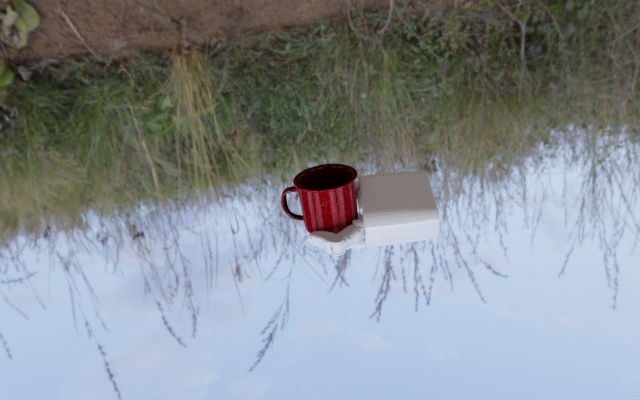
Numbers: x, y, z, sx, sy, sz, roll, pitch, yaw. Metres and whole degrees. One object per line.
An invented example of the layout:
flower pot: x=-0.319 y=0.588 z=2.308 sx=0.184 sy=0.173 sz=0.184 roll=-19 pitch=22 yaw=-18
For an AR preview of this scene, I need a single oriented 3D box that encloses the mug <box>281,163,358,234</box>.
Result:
mug: x=-0.001 y=0.003 z=0.701 sx=0.117 sy=0.081 sz=0.093 roll=-6 pitch=27 yaw=6
